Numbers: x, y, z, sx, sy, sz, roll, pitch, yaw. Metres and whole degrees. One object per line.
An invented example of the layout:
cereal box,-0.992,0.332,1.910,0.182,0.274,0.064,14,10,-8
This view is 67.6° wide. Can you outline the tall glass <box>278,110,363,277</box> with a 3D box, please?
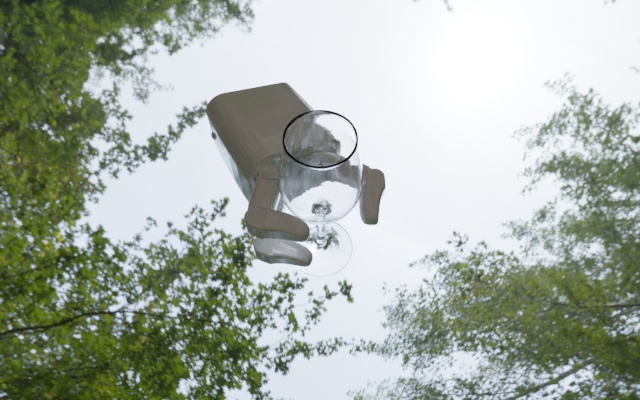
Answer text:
tall glass,0.000,0.002,0.472,0.079,0.079,0.201,0,-32,0
